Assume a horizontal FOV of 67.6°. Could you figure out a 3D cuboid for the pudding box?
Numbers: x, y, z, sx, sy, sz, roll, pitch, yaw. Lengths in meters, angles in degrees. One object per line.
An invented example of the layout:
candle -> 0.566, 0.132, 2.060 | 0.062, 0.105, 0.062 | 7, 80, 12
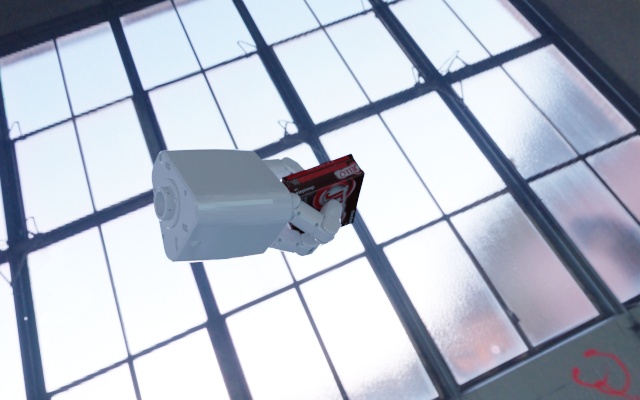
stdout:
pudding box -> 0.000, 0.002, 0.570 | 0.090, 0.039, 0.114 | -20, -27, -16
